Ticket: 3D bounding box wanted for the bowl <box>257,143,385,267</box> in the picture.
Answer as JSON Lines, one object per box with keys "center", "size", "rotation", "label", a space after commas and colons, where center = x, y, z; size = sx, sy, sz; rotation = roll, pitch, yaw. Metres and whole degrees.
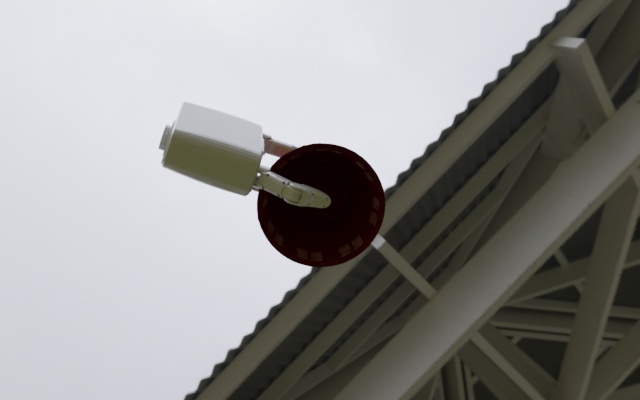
{"center": [0.001, 0.003, 0.621], "size": [0.162, 0.162, 0.055], "rotation": [0, 15, -2], "label": "bowl"}
